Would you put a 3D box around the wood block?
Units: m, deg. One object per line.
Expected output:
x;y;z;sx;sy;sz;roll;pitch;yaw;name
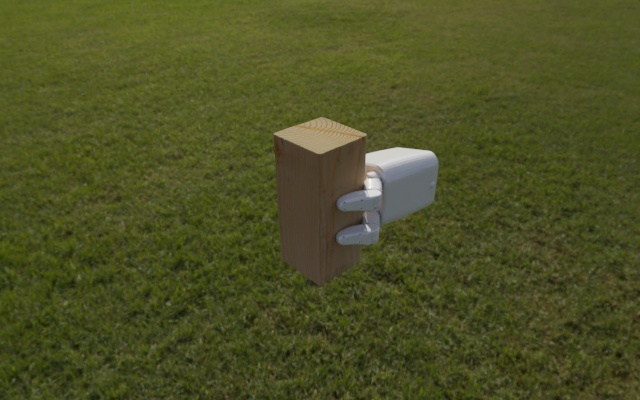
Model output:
0.000;0.002;0.670;0.090;0.206;0.090;-26;39;-36;wood block
